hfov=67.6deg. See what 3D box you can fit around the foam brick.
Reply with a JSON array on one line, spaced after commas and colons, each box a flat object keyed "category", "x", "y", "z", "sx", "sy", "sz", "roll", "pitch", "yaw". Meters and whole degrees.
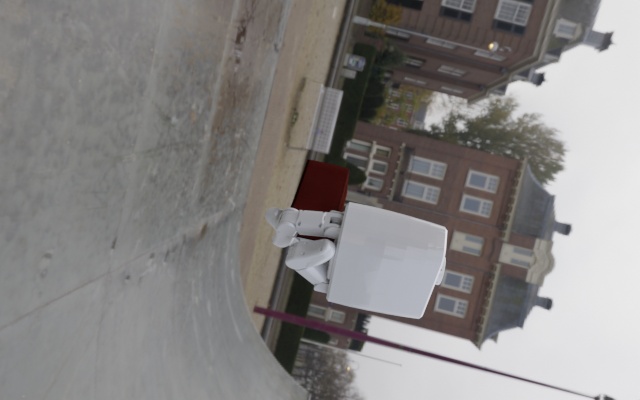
[{"category": "foam brick", "x": 0.000, "y": 0.001, "z": 0.548, "sx": 0.051, "sy": 0.078, "sz": 0.053, "roll": 11, "pitch": -36, "yaw": 8}]
